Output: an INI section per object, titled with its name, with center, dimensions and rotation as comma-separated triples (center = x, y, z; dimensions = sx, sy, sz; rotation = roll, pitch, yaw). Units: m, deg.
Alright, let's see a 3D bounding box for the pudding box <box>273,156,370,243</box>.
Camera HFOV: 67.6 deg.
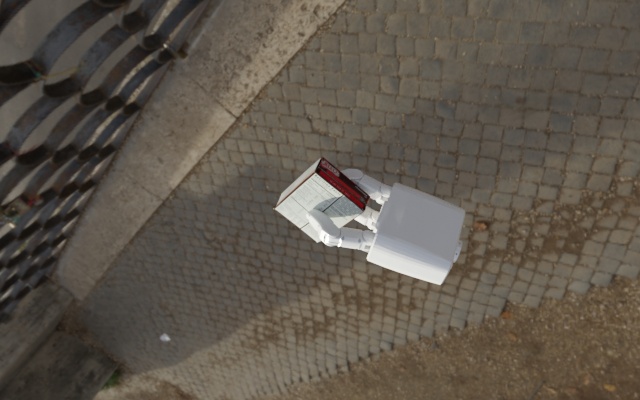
[pudding box]
center = 0.000, 0.002, 0.675
dimensions = 0.090, 0.039, 0.113
rotation = 39, -48, -13
